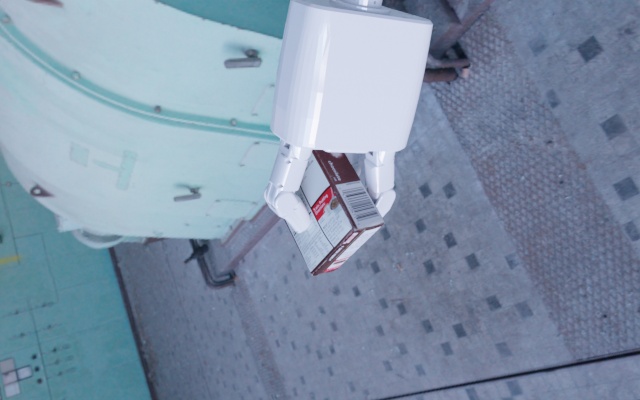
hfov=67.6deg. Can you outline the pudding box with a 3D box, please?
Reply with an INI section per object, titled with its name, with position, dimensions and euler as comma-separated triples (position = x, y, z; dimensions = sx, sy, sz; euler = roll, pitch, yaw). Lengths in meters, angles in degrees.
[pudding box]
position = 0.000, 0.001, 0.457
dimensions = 0.039, 0.113, 0.090
euler = -9, -29, -36
